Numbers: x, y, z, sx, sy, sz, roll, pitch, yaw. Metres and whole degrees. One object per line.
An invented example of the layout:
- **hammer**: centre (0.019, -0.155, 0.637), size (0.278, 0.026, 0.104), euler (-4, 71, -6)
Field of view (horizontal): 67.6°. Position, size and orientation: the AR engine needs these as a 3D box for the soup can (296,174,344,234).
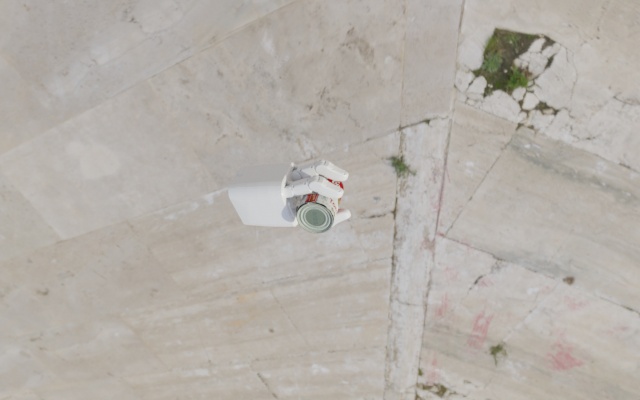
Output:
- **soup can**: centre (0.001, 0.003, 0.853), size (0.068, 0.068, 0.102), euler (0, 34, 14)
